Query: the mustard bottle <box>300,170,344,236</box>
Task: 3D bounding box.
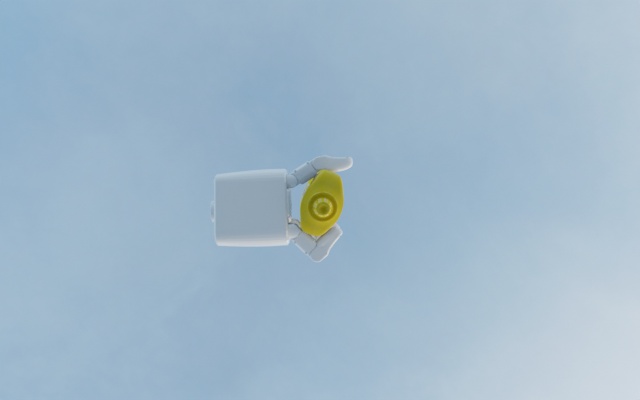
[{"bbox_3d":[0.000,0.002,0.707,0.058,0.096,0.191,22,4,-3],"label":"mustard bottle"}]
